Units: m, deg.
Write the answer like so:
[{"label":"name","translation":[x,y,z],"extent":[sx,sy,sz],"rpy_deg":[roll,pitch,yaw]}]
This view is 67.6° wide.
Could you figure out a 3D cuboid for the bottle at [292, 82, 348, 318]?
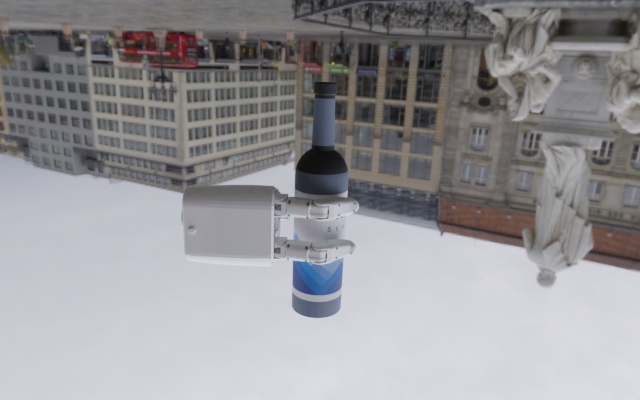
[{"label":"bottle","translation":[0.000,0.002,0.605],"extent":[0.069,0.296,0.069],"rpy_deg":[2,17,-1]}]
